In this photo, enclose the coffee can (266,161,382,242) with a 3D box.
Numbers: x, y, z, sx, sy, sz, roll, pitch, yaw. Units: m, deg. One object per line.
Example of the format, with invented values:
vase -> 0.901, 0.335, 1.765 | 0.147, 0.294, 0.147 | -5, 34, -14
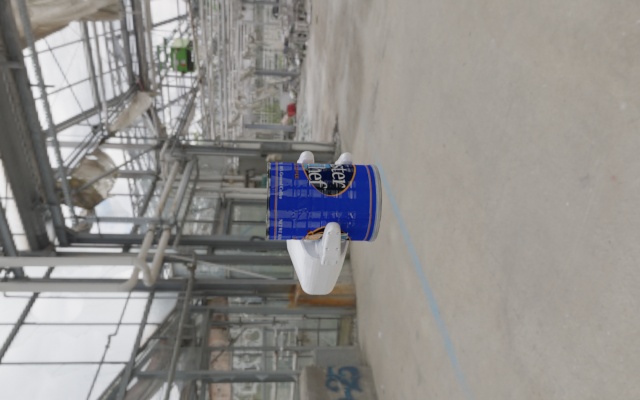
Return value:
coffee can -> 0.000, 0.002, 0.623 | 0.140, 0.103, 0.103 | 1, 0, -6
